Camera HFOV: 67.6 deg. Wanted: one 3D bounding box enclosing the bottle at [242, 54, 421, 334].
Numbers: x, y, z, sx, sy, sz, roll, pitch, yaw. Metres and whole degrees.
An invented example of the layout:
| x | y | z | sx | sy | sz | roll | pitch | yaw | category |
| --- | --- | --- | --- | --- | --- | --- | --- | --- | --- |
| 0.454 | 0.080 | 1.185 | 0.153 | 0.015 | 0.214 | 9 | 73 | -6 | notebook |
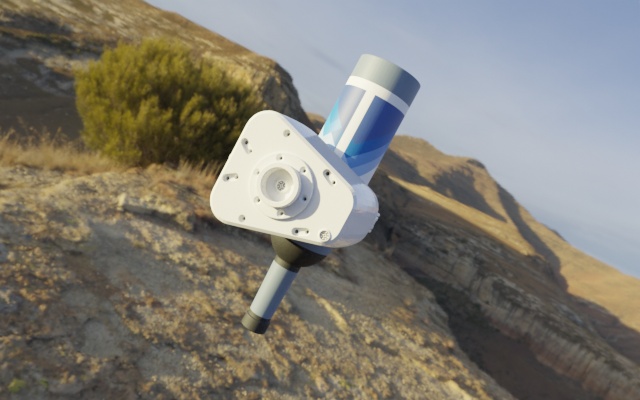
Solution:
| x | y | z | sx | sy | sz | roll | pitch | yaw | category |
| --- | --- | --- | --- | --- | --- | --- | --- | --- | --- |
| 0.000 | 0.001 | 0.482 | 0.069 | 0.296 | 0.069 | 28 | 4 | -2 | bottle |
